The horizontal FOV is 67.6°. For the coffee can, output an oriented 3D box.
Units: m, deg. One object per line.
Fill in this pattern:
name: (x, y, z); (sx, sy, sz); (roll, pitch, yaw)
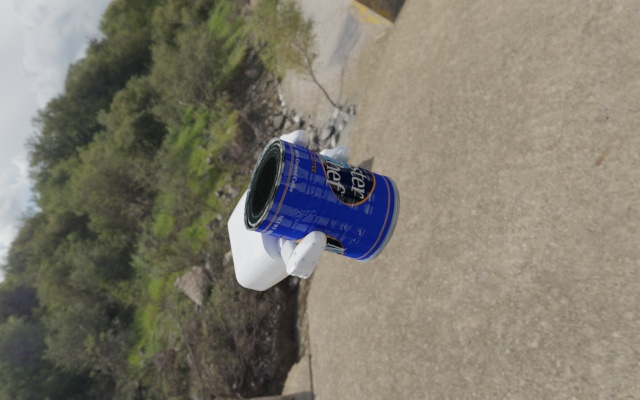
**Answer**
coffee can: (0.000, 0.002, 0.523); (0.140, 0.103, 0.103); (18, -7, -22)
